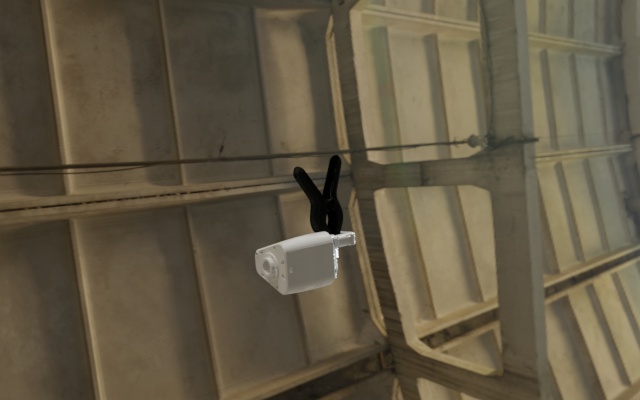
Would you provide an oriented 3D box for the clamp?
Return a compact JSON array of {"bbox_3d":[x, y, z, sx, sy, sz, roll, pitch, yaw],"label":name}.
[{"bbox_3d":[0.000,0.003,0.892,0.120,0.171,0.039,-9,5,-40],"label":"clamp"}]
